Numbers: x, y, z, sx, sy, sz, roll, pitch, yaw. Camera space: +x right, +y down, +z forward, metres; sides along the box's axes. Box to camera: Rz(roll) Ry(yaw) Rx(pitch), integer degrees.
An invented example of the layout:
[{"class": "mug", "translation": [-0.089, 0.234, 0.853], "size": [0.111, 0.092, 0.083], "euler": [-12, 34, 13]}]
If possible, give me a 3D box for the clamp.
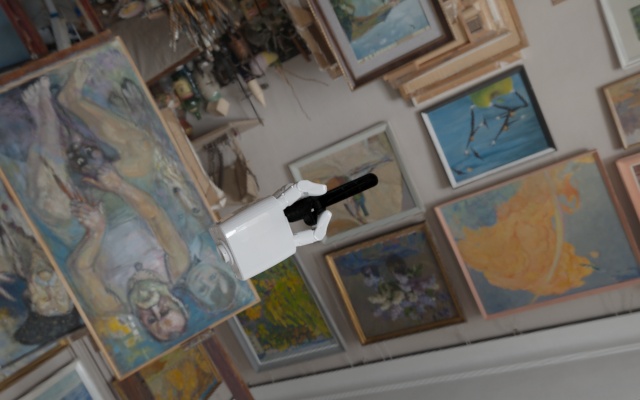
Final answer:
[{"class": "clamp", "translation": [0.000, 0.004, 0.873], "size": [0.164, 0.036, 0.210], "euler": [-29, 9, -25]}]
